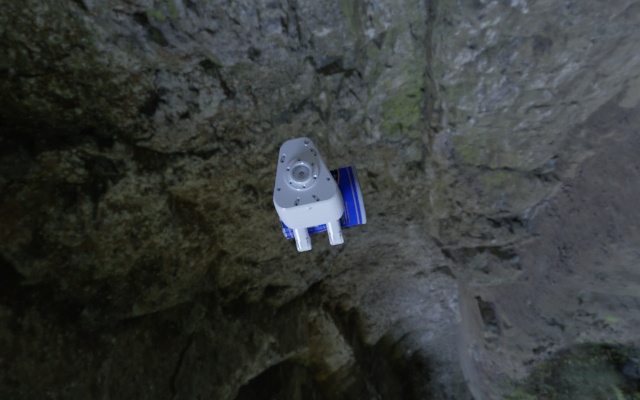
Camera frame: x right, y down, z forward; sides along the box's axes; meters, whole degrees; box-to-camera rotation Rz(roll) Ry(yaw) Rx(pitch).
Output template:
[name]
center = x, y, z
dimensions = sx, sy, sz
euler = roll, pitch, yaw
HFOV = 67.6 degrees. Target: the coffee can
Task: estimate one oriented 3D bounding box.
[coffee can]
center = 0.000, 0.003, 0.822
dimensions = 0.140, 0.103, 0.103
euler = -12, 0, 2
